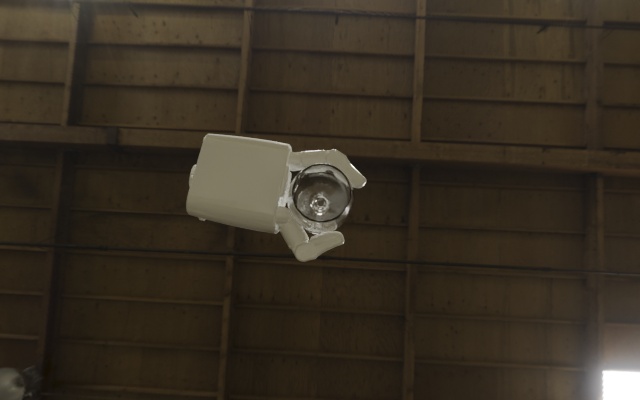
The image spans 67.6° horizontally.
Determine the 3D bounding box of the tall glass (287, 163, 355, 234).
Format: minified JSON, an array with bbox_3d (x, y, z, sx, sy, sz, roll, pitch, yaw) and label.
[{"bbox_3d":[0.000,0.002,0.591,0.079,0.079,0.201,0,-6,-1],"label":"tall glass"}]
